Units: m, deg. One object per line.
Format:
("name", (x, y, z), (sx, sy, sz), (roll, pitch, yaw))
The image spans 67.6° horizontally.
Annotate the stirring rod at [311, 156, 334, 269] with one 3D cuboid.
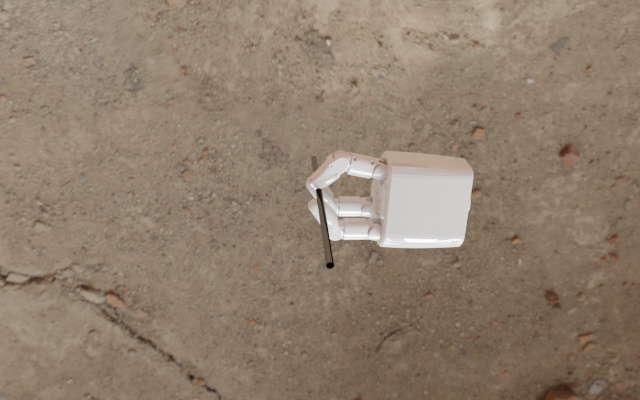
("stirring rod", (0.000, 0.002, 0.559), (0.011, 0.011, 0.239), (0, 30, -5))
